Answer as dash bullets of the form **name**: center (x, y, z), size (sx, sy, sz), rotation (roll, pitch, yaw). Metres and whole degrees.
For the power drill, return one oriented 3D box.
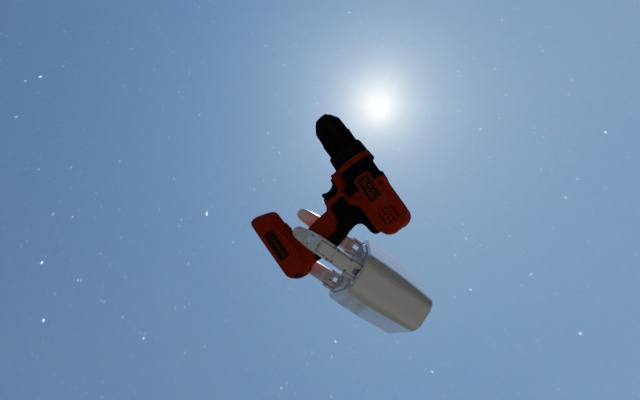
- **power drill**: center (0.000, 0.003, 0.645), size (0.188, 0.184, 0.057), rotation (-37, -10, 14)
